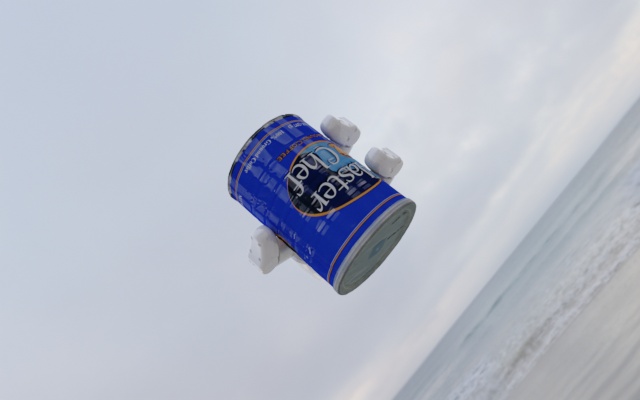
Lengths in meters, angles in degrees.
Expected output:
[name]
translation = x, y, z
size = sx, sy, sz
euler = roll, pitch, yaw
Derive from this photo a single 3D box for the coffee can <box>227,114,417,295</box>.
[coffee can]
translation = 0.000, 0.001, 0.435
size = 0.140, 0.103, 0.103
euler = 39, 16, 21
